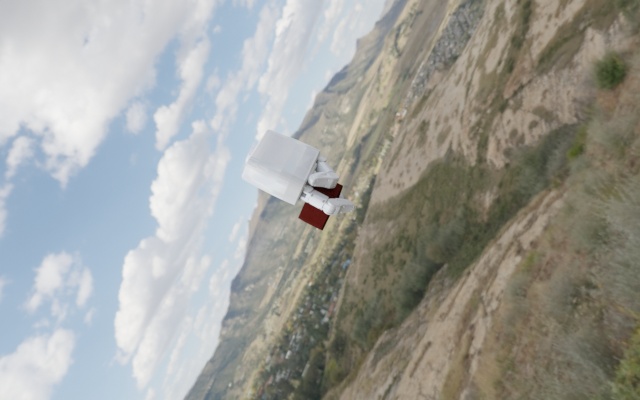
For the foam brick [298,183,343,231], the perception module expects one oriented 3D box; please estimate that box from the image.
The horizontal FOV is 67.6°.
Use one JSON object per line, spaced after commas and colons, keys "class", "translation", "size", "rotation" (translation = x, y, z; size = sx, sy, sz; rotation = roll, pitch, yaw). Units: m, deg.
{"class": "foam brick", "translation": [0.000, 0.003, 0.869], "size": [0.051, 0.078, 0.053], "rotation": [25, 31, -1]}
